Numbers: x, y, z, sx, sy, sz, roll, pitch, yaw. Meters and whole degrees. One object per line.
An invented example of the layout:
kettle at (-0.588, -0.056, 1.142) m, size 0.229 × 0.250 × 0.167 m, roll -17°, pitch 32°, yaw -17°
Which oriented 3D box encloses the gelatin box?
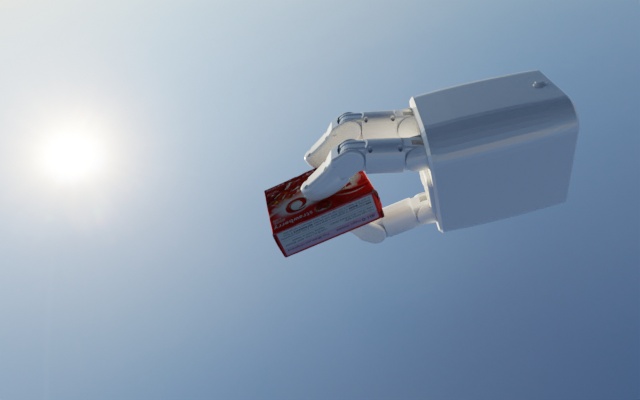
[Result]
gelatin box at (0.000, 0.002, 0.403) m, size 0.089 × 0.030 × 0.073 m, roll -23°, pitch 32°, yaw 1°
